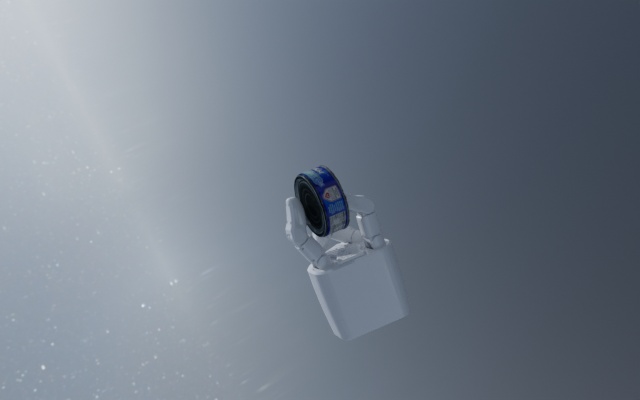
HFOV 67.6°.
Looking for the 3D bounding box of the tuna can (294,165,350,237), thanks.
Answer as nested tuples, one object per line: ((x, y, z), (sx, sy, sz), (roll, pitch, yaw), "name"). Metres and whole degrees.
((0.000, 0.002, 0.596), (0.034, 0.086, 0.086), (-22, 8, -21), "tuna can")
